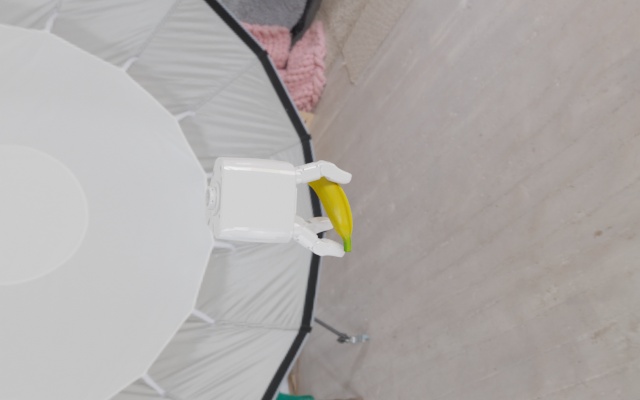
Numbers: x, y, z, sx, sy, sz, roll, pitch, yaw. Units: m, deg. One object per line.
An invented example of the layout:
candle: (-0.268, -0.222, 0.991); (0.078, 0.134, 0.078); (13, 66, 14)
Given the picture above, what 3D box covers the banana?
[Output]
banana: (0.006, -0.010, 0.754); (0.037, 0.070, 0.197); (-1, 40, -26)
